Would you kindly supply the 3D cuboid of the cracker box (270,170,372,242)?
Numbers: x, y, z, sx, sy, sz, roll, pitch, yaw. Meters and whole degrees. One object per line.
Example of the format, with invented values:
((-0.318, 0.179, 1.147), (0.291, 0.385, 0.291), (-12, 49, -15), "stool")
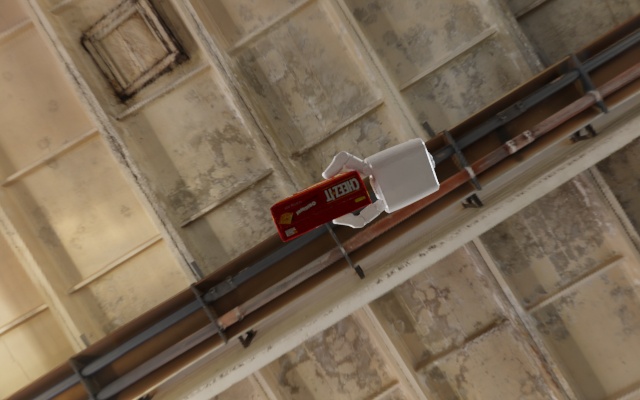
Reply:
((0.000, 0.003, 0.896), (0.164, 0.072, 0.213), (-24, 2, 1), "cracker box")
